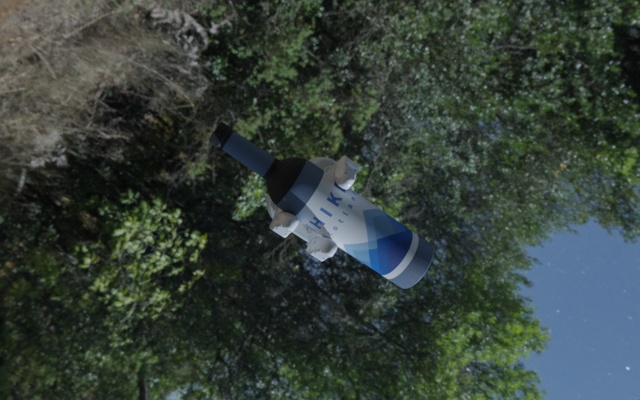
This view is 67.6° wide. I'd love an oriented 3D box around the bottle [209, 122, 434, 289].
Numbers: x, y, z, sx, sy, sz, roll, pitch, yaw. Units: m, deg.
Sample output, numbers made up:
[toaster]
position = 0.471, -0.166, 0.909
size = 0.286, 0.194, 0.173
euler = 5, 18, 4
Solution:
[bottle]
position = 0.000, 0.002, 0.571
size = 0.296, 0.069, 0.069
euler = 34, -8, -11
